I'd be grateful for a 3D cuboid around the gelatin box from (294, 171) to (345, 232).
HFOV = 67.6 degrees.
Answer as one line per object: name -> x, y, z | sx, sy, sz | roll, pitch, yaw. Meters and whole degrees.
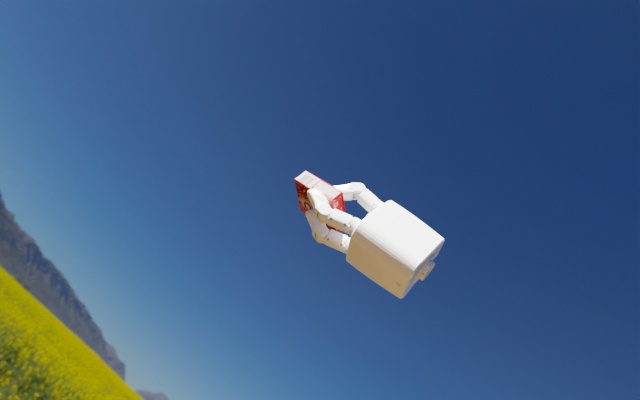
gelatin box -> 0.000, 0.002, 0.782 | 0.089, 0.073, 0.030 | 32, 57, 34
